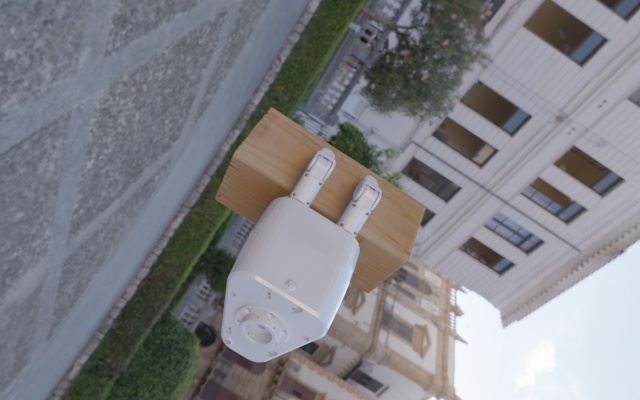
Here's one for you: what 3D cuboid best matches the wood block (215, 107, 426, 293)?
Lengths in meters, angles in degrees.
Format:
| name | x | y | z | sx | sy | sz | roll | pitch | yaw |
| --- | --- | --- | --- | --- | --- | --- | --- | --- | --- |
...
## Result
| name | x | y | z | sx | sy | sz | roll | pitch | yaw |
| --- | --- | --- | --- | --- | --- | --- | --- | --- | --- |
| wood block | 0.000 | 0.002 | 0.537 | 0.206 | 0.090 | 0.091 | 32 | -41 | -4 |
